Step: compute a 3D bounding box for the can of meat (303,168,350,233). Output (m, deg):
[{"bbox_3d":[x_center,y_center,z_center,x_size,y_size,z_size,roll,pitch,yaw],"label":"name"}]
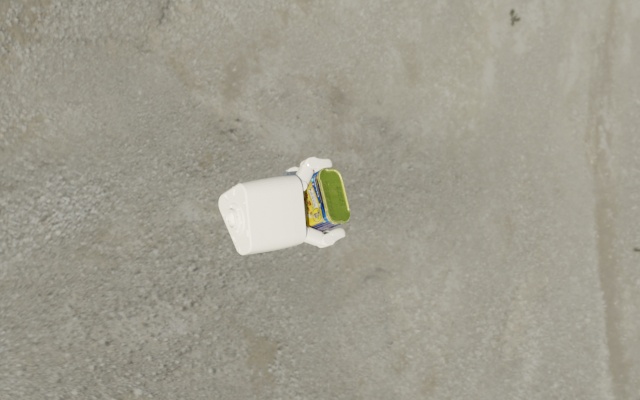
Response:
[{"bbox_3d":[0.000,0.003,0.824,0.057,0.102,0.084,-6,-12,-39],"label":"can of meat"}]
